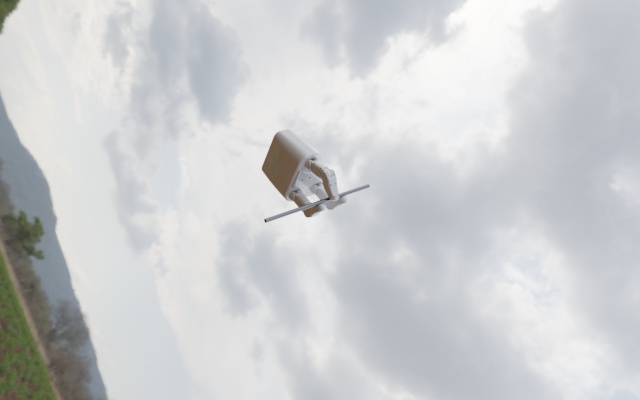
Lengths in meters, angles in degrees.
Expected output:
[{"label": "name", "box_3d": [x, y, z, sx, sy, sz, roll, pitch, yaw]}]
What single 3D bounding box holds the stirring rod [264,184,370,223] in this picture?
[{"label": "stirring rod", "box_3d": [0.000, 0.003, 0.895, 0.239, 0.011, 0.011, -19, 10, -32]}]
